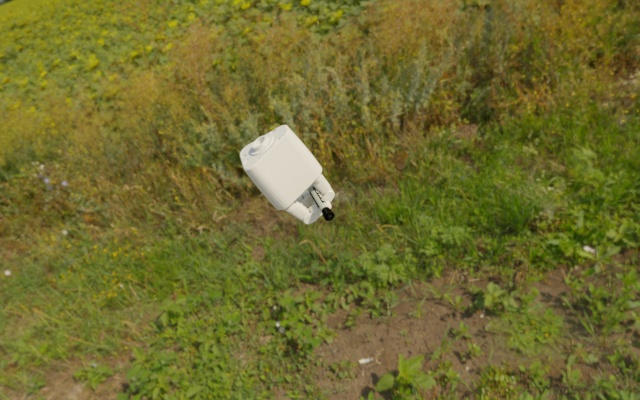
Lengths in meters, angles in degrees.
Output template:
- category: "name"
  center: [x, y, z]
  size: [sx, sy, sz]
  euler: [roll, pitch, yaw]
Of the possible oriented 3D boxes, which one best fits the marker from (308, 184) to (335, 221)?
- category: "marker"
  center: [0.000, 0.003, 0.877]
  size: [0.020, 0.020, 0.121]
  euler: [0, 27, -18]
